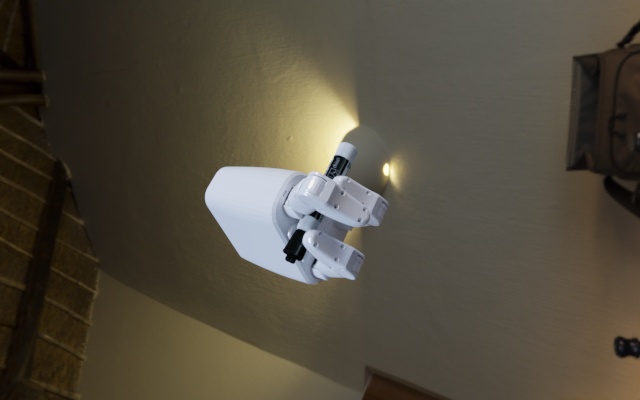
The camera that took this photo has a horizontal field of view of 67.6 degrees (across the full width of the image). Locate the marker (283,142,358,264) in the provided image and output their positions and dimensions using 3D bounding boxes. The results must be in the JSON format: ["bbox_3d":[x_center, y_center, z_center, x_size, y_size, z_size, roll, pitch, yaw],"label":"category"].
[{"bbox_3d":[0.000,0.001,0.423,0.020,0.121,0.020,24,-20,9],"label":"marker"}]
